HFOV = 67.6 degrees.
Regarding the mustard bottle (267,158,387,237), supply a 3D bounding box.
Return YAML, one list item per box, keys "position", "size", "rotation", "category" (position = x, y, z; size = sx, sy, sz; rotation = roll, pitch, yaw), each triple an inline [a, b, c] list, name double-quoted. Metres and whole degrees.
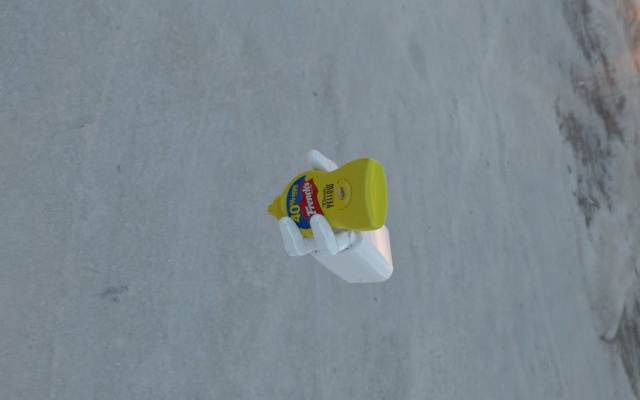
- position: [0.000, 0.002, 0.684]
  size: [0.191, 0.096, 0.058]
  rotation: [-10, -14, 36]
  category: "mustard bottle"
